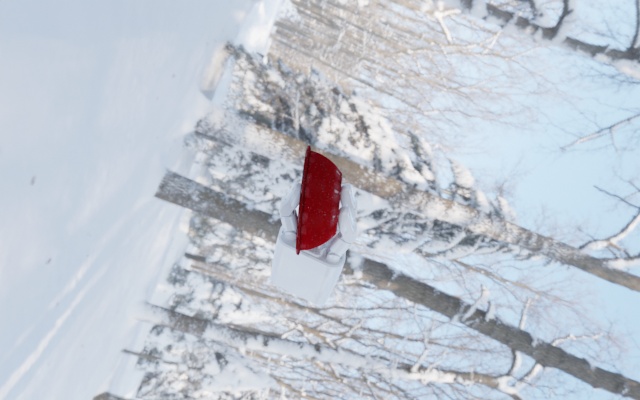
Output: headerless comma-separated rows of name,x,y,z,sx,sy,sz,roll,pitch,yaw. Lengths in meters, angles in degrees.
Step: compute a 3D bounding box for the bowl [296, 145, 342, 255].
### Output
bowl,0.001,0.002,0.698,0.055,0.162,0.162,6,0,1
